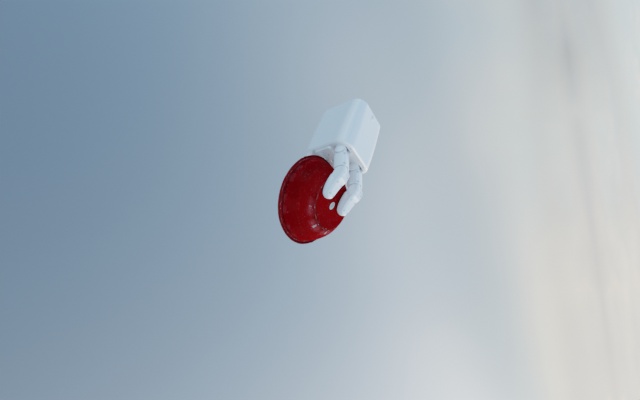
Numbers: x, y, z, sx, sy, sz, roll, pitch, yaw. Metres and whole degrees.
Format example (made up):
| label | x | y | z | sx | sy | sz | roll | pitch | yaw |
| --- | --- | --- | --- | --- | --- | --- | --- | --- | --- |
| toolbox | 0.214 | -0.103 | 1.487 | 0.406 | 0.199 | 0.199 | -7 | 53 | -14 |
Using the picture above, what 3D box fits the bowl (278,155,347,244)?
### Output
| label | x | y | z | sx | sy | sz | roll | pitch | yaw |
| --- | --- | --- | --- | --- | --- | --- | --- | --- | --- |
| bowl | 0.000 | 0.004 | 0.840 | 0.055 | 0.162 | 0.162 | 12 | 8 | 39 |
